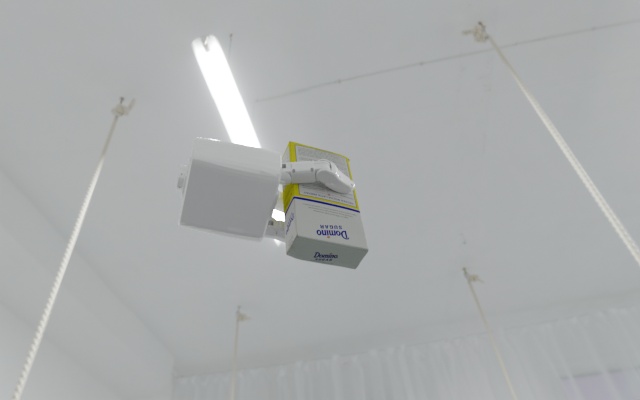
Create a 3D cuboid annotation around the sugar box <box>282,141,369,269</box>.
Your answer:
[{"bbox_3d":[0.000,0.002,0.614,0.093,0.176,0.048,13,-47,-18],"label":"sugar box"}]
